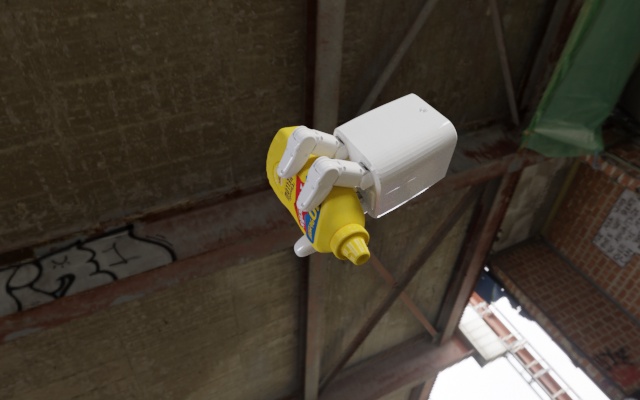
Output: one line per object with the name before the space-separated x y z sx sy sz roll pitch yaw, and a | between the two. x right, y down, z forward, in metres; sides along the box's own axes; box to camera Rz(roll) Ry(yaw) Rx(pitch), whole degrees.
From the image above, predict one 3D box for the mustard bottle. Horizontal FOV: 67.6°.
mustard bottle | 0.000 0.002 0.543 0.058 0.096 0.191 -10 42 -28
